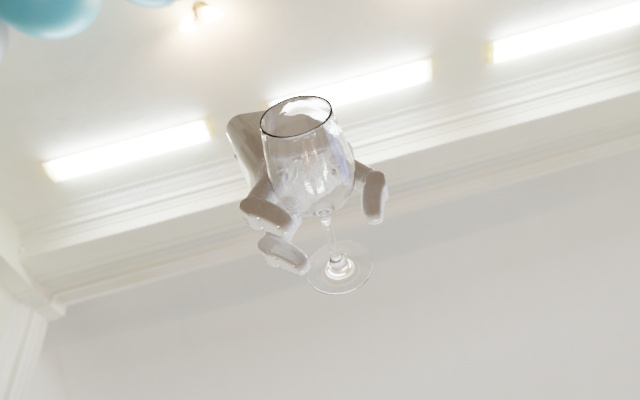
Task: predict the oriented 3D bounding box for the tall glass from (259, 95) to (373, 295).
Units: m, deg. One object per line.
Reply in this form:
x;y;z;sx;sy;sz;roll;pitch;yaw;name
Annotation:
0.000;0.002;0.456;0.079;0.201;0.079;-9;43;8;tall glass
